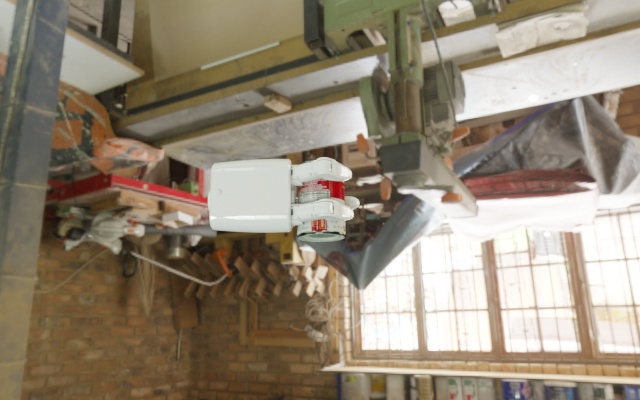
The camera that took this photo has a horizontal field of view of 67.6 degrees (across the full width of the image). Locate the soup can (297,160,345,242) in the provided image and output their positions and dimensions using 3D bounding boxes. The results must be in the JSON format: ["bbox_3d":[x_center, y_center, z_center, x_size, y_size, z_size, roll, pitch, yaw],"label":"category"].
[{"bbox_3d":[0.001,0.002,0.664,0.068,0.102,0.068,-1,-14,0],"label":"soup can"}]
